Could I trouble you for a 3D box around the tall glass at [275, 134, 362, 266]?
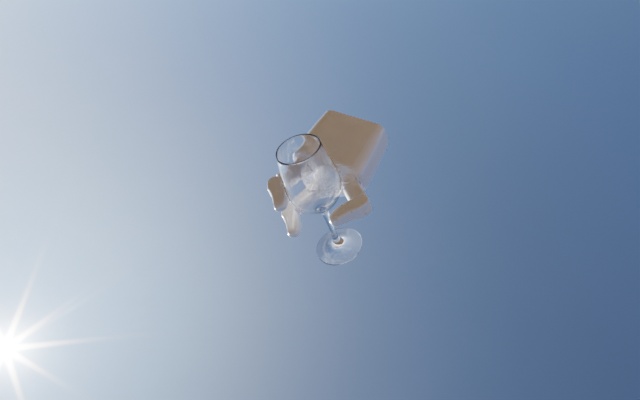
[{"bbox_3d":[0.000,0.003,0.676,0.079,0.079,0.201,0,-43,24],"label":"tall glass"}]
